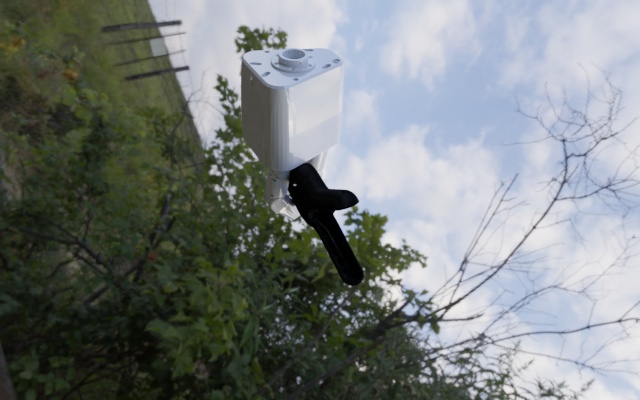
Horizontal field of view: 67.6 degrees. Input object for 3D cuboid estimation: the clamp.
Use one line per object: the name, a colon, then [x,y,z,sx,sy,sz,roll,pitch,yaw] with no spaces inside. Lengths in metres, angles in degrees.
clamp: [0.001,0.002,0.536,0.039,0.120,0.171,-18,46,-24]
